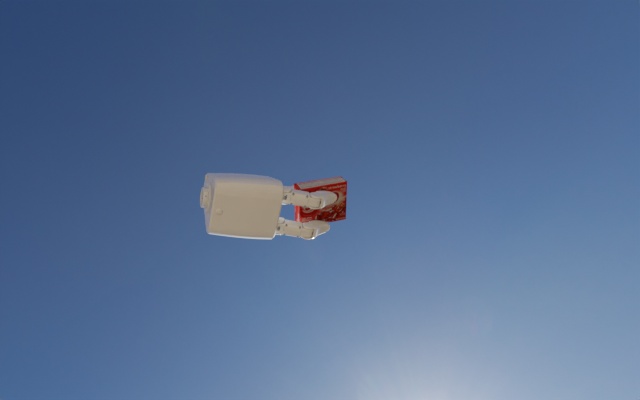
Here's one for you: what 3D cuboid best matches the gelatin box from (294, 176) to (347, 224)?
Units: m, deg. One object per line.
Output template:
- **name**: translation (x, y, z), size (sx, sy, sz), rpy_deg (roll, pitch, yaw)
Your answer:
- **gelatin box**: translation (0.000, 0.002, 0.811), size (0.089, 0.073, 0.030), rpy_deg (-10, 28, -21)
